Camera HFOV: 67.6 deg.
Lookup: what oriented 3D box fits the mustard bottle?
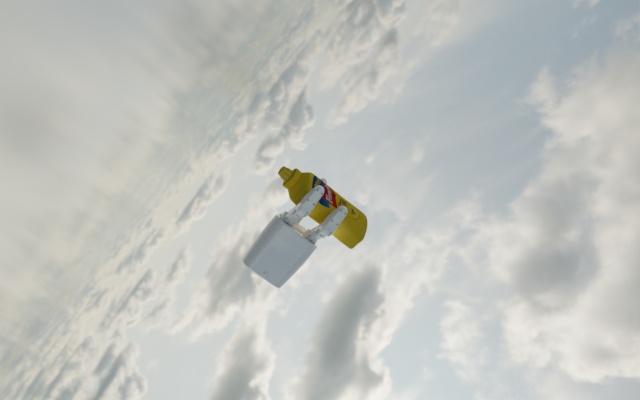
[{"bbox_3d":[0.001,0.003,0.875,0.192,0.058,0.096,38,29,-17],"label":"mustard bottle"}]
